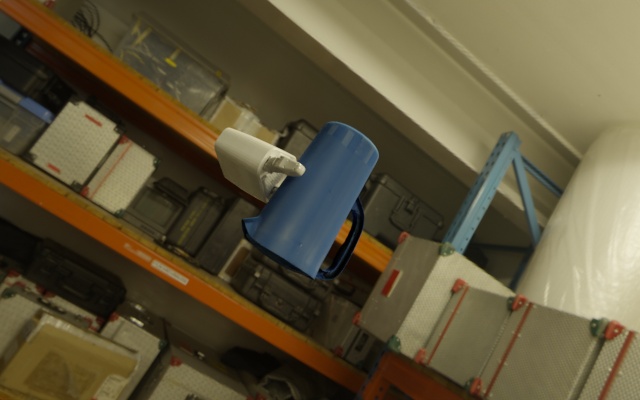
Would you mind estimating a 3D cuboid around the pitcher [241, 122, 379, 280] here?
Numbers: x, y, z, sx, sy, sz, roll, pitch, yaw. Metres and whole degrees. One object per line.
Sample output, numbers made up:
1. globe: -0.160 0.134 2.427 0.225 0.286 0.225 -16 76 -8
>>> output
1. pitcher: 0.000 0.002 0.782 0.145 0.243 0.149 27 -12 25
